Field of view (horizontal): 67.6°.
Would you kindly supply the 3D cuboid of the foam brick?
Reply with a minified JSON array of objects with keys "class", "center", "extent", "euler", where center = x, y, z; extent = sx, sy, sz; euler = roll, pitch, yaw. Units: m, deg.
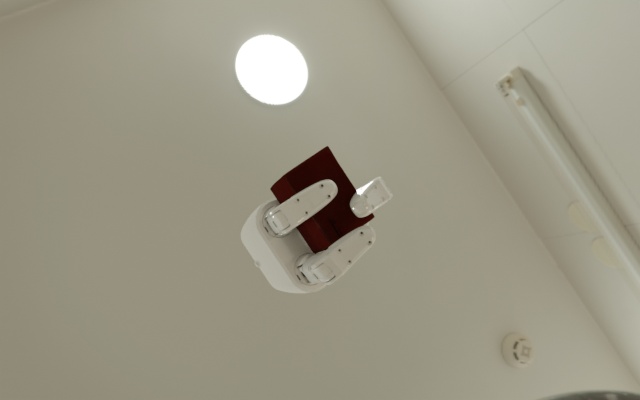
[{"class":"foam brick","center":[0.000,0.001,0.436],"extent":[0.053,0.078,0.051],"euler":[-34,1,-23]}]
